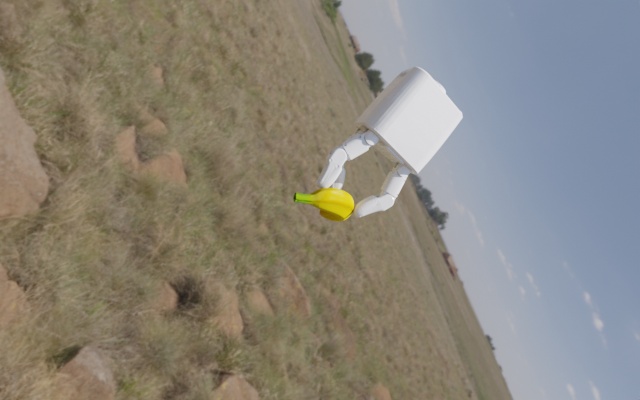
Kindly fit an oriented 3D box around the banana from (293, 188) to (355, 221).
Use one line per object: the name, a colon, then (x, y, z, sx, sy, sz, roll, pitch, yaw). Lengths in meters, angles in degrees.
banana: (0.017, 0.006, 0.702, 0.069, 0.037, 0.198, 13, -7, 13)
